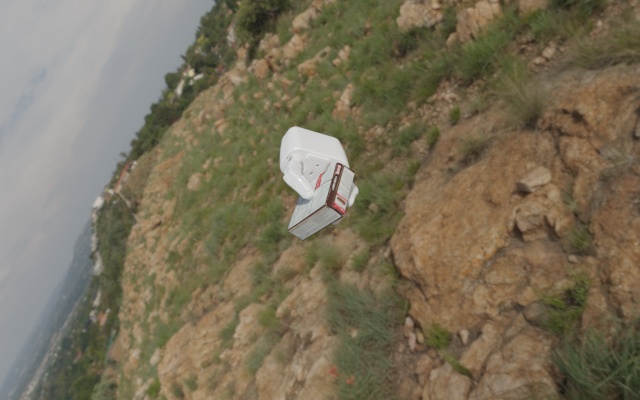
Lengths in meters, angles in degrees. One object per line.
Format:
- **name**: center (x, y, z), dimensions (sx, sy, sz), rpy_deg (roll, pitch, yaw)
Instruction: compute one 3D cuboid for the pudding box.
- **pudding box**: center (0.000, 0.002, 0.750), dimensions (0.039, 0.090, 0.113), rpy_deg (30, -38, -20)
